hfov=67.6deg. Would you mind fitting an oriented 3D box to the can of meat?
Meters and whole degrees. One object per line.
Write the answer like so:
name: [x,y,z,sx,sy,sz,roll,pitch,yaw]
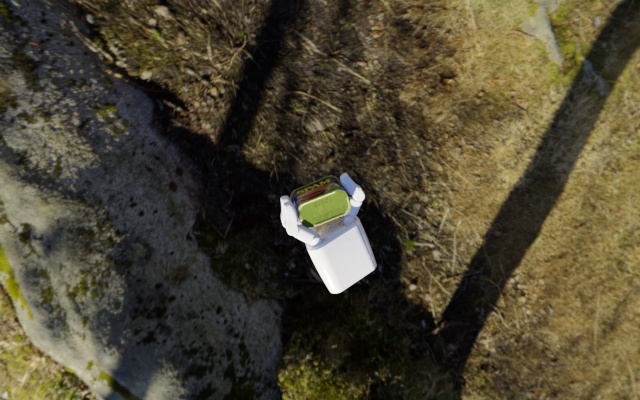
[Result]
can of meat: [0.000,0.003,0.883,0.102,0.057,0.084,-22,20,-3]
